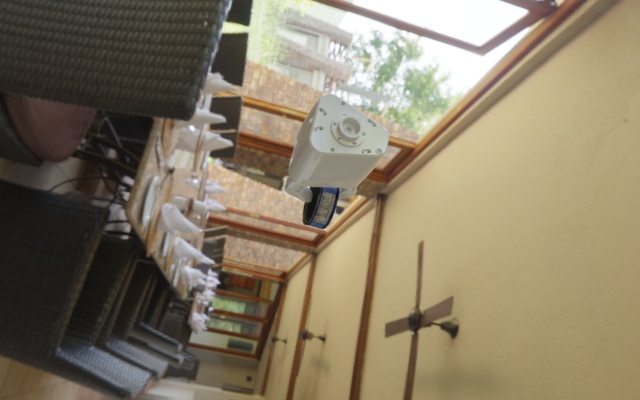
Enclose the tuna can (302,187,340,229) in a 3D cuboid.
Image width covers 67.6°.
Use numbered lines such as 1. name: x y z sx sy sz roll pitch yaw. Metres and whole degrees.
1. tuna can: 0.001 0.003 0.775 0.034 0.086 0.086 16 -4 -14
